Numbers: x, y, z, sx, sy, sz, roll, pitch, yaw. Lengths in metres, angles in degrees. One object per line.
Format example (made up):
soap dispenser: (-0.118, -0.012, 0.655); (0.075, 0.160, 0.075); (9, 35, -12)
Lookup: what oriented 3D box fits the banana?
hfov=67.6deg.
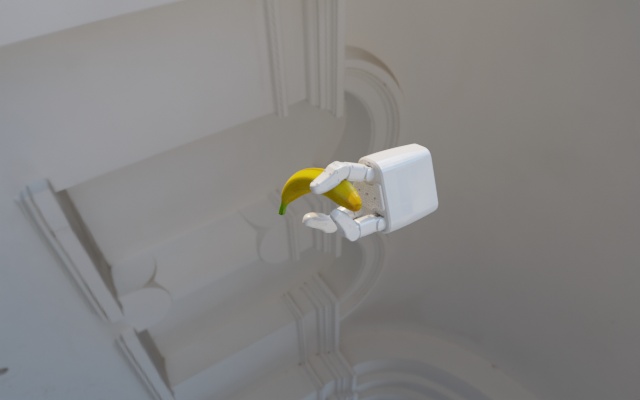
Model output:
banana: (-0.005, -0.016, 0.722); (0.037, 0.069, 0.198); (-12, 4, -36)
